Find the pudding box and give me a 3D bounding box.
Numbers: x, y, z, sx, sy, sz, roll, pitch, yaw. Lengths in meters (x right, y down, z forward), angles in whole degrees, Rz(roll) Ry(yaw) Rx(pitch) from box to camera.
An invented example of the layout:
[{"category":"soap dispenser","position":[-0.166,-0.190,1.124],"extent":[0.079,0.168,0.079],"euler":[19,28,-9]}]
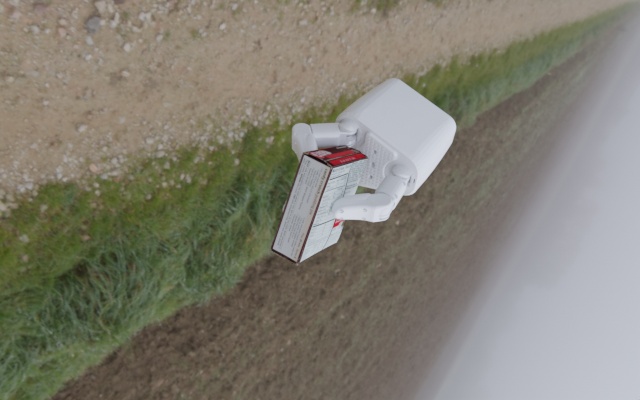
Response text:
[{"category":"pudding box","position":[0.000,0.002,0.495],"extent":[0.039,0.113,0.090],"euler":[27,21,22]}]
